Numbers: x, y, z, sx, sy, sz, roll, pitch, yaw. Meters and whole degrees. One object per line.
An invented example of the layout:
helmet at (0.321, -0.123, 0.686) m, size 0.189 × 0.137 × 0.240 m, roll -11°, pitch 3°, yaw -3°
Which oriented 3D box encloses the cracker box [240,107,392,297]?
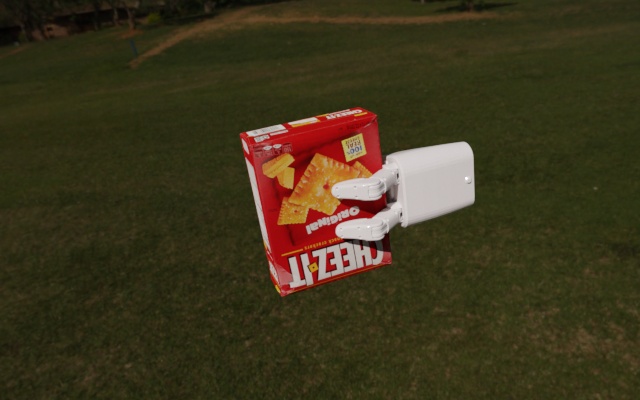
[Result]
cracker box at (0.000, 0.002, 0.626) m, size 0.164 × 0.214 × 0.072 m, roll -14°, pitch 23°, yaw -13°
